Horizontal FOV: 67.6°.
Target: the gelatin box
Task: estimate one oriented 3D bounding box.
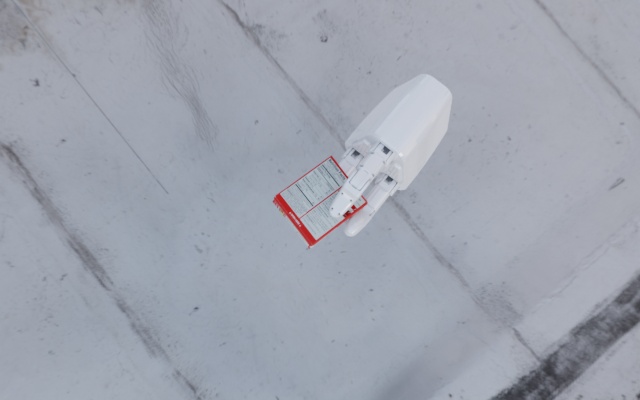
[{"bbox_3d":[0.000,0.002,0.567,0.089,0.073,0.030,-37,-5,-15],"label":"gelatin box"}]
